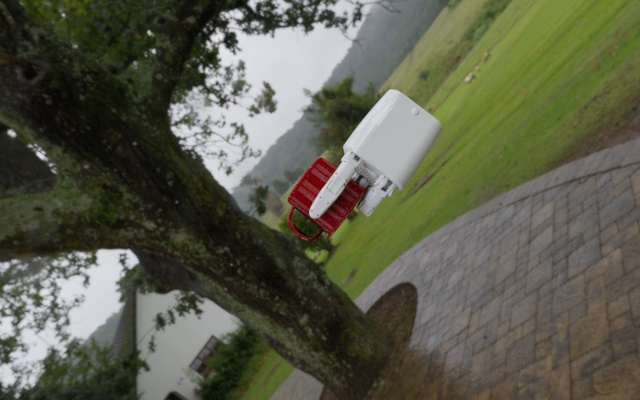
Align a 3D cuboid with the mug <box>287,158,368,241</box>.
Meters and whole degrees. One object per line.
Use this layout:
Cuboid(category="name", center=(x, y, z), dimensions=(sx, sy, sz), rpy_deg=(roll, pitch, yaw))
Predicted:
Cuboid(category="mug", center=(-0.001, 0.003, 0.678), dimensions=(0.081, 0.117, 0.093), rpy_deg=(37, -10, 1))
